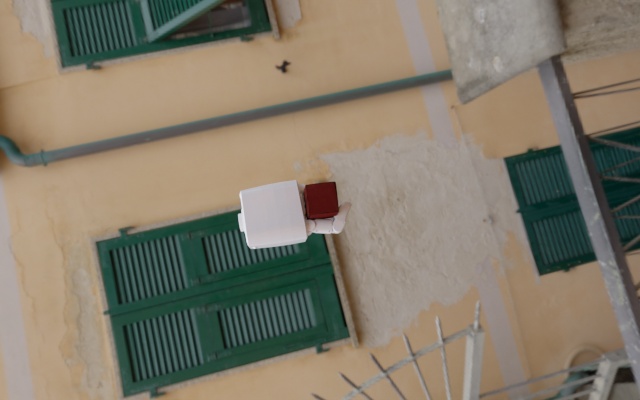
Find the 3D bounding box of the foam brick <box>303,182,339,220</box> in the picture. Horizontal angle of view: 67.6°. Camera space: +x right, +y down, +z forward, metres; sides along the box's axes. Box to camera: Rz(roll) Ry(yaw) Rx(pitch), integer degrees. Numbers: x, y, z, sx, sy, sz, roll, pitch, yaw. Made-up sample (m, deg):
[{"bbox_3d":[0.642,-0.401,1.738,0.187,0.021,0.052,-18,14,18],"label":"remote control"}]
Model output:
[{"bbox_3d":[0.000,0.003,0.821,0.051,0.053,0.078,-6,-10,-6],"label":"foam brick"}]
